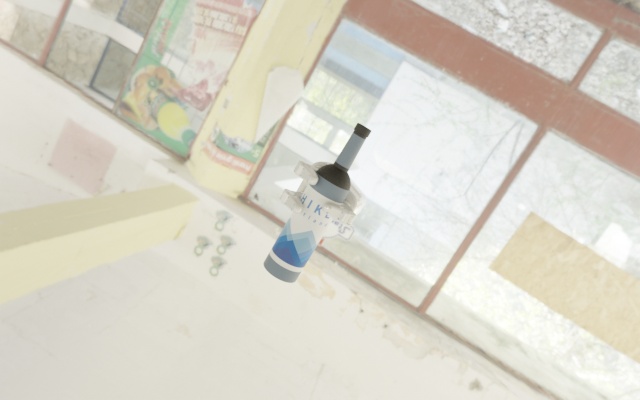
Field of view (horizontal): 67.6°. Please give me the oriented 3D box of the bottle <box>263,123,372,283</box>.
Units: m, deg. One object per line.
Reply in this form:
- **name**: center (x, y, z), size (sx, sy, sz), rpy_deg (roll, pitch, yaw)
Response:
- **bottle**: center (0.000, 0.003, 0.815), size (0.069, 0.296, 0.069), rpy_deg (29, 13, -7)
